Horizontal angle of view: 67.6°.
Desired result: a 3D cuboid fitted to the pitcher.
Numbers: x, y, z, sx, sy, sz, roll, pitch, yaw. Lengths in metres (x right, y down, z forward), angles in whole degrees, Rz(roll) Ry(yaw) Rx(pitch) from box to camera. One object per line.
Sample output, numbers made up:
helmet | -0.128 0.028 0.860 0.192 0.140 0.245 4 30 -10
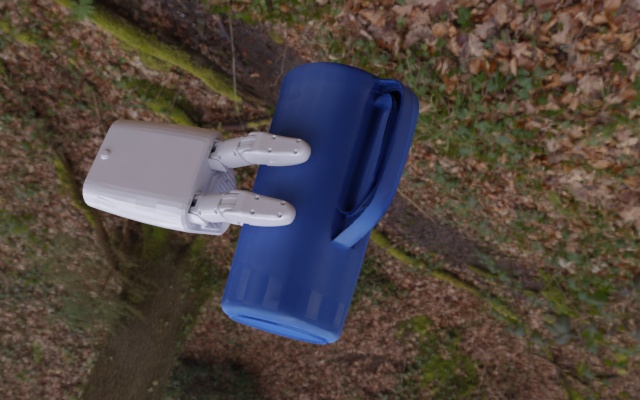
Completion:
pitcher | 0.000 0.001 0.445 0.145 0.242 0.149 12 -21 10
